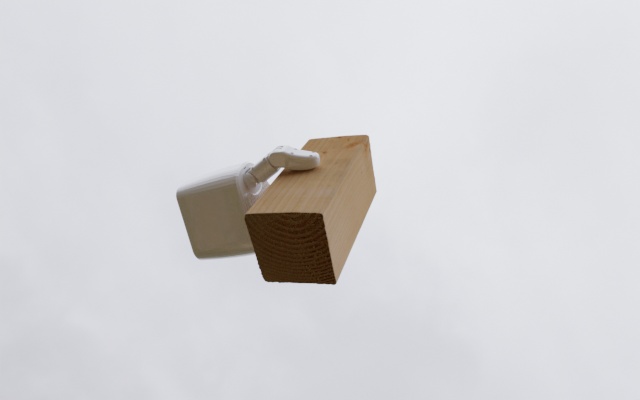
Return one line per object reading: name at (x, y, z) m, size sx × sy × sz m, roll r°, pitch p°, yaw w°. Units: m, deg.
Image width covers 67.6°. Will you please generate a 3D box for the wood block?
wood block at (0.000, 0.002, 0.581) m, size 0.090 × 0.091 × 0.206 m, roll -1°, pitch 29°, yaw 21°
